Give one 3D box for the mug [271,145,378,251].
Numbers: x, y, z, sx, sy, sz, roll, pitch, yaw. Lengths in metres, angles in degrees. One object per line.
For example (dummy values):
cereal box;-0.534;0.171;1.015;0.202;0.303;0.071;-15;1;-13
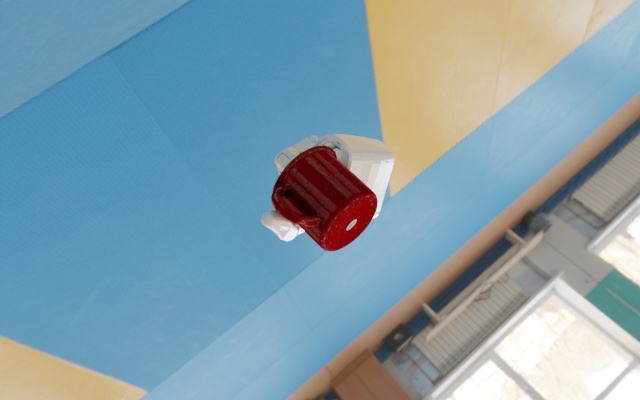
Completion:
mug;-0.001;0.002;0.511;0.117;0.093;0.081;-7;43;-49
